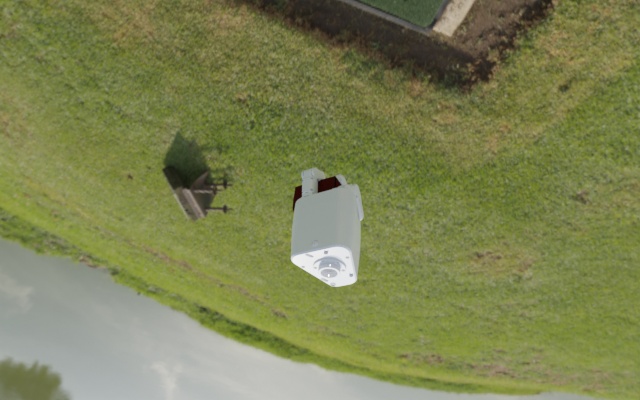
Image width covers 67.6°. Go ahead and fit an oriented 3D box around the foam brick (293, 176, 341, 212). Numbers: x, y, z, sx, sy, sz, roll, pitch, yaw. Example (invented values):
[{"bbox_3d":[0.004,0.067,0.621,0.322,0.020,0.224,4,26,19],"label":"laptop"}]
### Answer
[{"bbox_3d":[0.000,0.003,0.788,0.078,0.051,0.053,-15,-43,23],"label":"foam brick"}]
